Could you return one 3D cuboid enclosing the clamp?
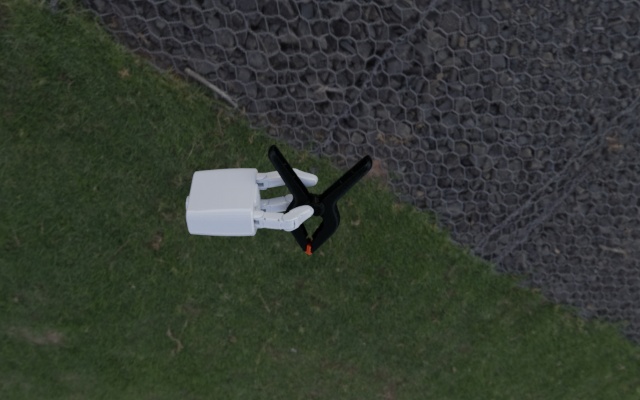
[{"bbox_3d":[0.000,0.004,0.799,0.164,0.210,0.036,1,34,2],"label":"clamp"}]
